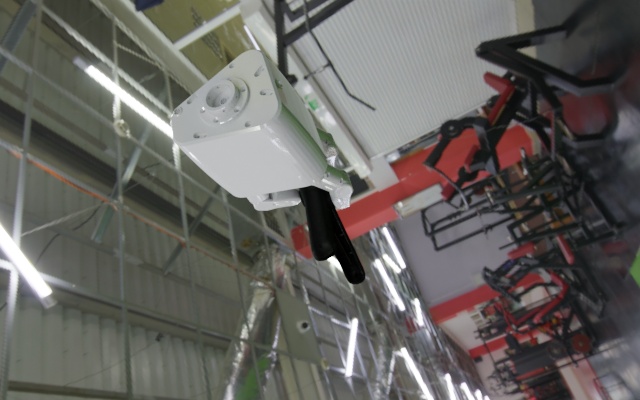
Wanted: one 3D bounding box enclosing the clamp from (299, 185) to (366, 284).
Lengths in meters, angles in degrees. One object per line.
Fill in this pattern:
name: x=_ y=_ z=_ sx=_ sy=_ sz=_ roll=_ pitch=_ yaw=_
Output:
clamp: x=-0.001 y=0.002 z=0.579 sx=0.036 sy=0.209 sz=0.165 roll=-23 pitch=-30 yaw=7
